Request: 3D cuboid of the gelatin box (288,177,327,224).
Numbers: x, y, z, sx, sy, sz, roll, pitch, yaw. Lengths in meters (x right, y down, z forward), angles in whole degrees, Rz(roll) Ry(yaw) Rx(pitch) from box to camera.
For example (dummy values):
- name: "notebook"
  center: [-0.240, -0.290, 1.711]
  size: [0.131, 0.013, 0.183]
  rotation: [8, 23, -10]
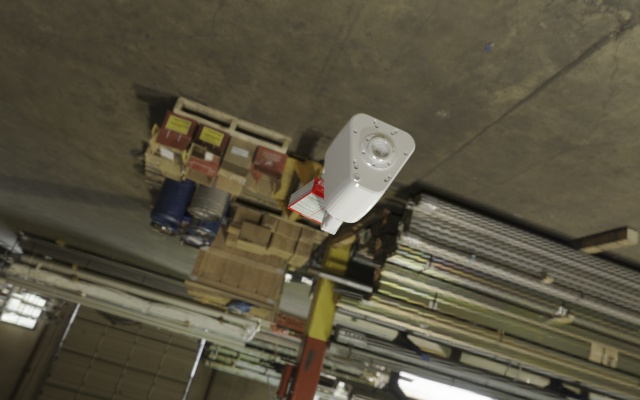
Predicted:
- name: "gelatin box"
  center: [0.000, 0.003, 0.762]
  size: [0.073, 0.030, 0.089]
  rotation: [26, -29, -20]
